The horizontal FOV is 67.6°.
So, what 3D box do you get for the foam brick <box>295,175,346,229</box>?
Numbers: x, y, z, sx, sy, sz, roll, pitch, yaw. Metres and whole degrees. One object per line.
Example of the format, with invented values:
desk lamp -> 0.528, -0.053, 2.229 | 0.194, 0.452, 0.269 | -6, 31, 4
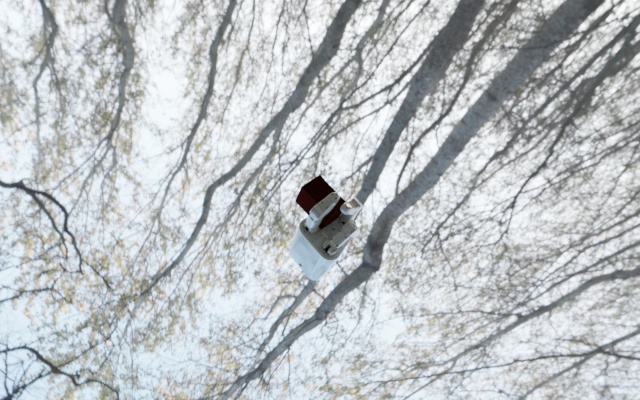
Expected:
foam brick -> 0.000, 0.003, 0.898 | 0.053, 0.078, 0.051 | -33, -18, -34
